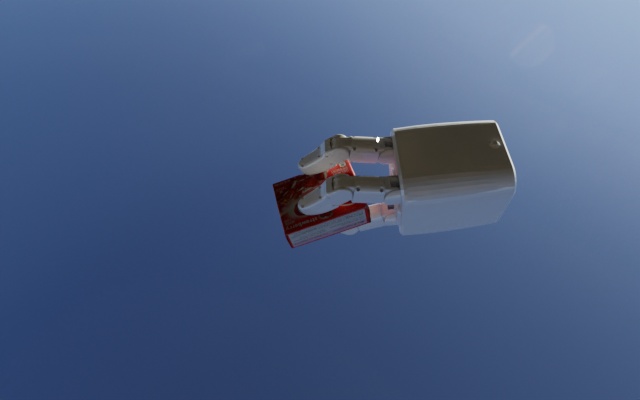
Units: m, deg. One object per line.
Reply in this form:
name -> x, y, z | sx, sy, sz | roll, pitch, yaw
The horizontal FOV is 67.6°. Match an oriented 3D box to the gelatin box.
gelatin box -> 0.000, 0.002, 0.502 | 0.089, 0.073, 0.030 | -19, -40, 0
